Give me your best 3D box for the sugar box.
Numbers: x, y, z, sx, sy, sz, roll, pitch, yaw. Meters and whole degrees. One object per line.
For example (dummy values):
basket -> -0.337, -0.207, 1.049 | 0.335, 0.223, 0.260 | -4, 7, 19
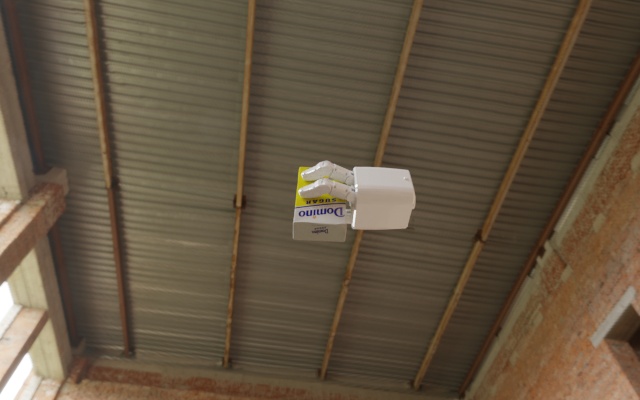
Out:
sugar box -> 0.000, 0.002, 0.884 | 0.093, 0.048, 0.176 | 2, 34, -1
